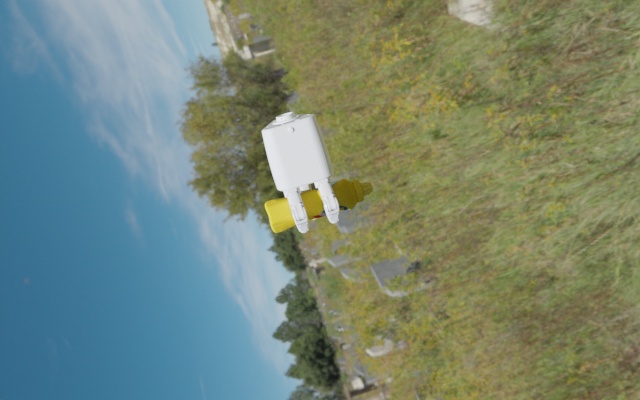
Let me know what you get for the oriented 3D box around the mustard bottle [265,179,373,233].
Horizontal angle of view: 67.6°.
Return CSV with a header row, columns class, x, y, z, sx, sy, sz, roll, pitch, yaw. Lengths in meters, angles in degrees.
class,x,y,z,sx,sy,sz,roll,pitch,yaw
mustard bottle,0.000,0.003,0.852,0.191,0.058,0.096,-17,-7,-4
